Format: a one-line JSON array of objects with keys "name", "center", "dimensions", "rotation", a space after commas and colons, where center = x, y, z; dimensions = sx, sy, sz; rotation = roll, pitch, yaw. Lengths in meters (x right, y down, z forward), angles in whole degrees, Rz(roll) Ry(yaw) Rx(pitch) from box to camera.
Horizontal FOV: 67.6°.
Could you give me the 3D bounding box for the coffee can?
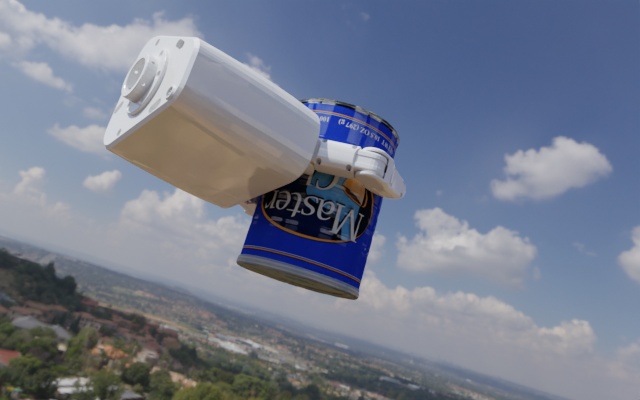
[{"name": "coffee can", "center": [0.000, 0.002, 0.403], "dimensions": [0.103, 0.140, 0.103], "rotation": [16, -14, 4]}]
